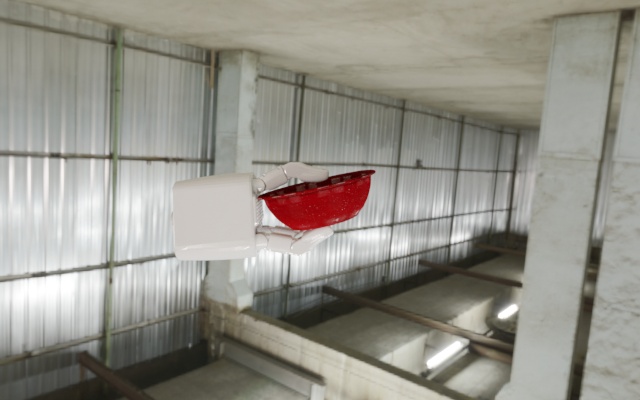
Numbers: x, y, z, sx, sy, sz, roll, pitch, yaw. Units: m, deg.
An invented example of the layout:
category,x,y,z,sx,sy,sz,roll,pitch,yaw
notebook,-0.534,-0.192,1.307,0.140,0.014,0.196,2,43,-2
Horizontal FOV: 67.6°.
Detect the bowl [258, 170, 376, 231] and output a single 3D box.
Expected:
category,x,y,z,sx,sy,sz,roll,pitch,yaw
bowl,0.001,0.002,0.641,0.162,0.055,0.162,-13,6,1
